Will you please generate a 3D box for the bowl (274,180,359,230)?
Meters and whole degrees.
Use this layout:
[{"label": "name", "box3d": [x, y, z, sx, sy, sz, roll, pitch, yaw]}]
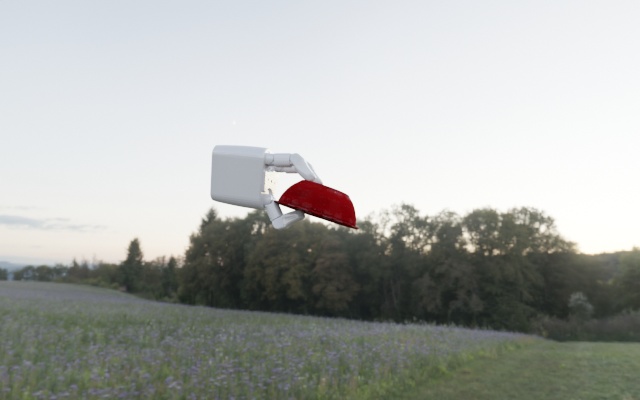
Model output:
[{"label": "bowl", "box3d": [0.002, 0.003, 0.861, 0.162, 0.055, 0.162, 19, -4, 1]}]
